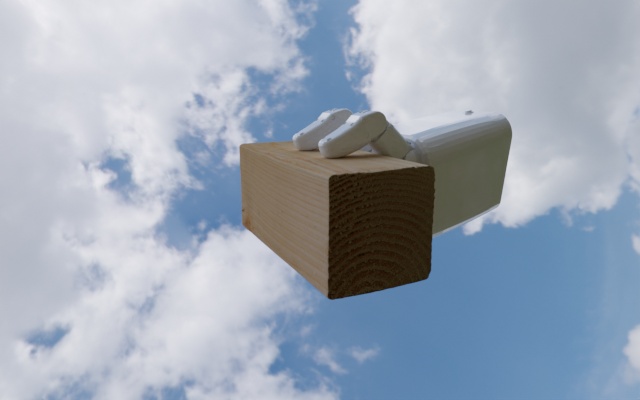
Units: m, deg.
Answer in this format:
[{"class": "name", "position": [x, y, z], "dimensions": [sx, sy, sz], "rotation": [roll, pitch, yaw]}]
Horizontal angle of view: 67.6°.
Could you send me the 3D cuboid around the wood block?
[{"class": "wood block", "position": [0.000, 0.002, 0.427], "dimensions": [0.090, 0.091, 0.206], "rotation": [-7, 14, -25]}]
